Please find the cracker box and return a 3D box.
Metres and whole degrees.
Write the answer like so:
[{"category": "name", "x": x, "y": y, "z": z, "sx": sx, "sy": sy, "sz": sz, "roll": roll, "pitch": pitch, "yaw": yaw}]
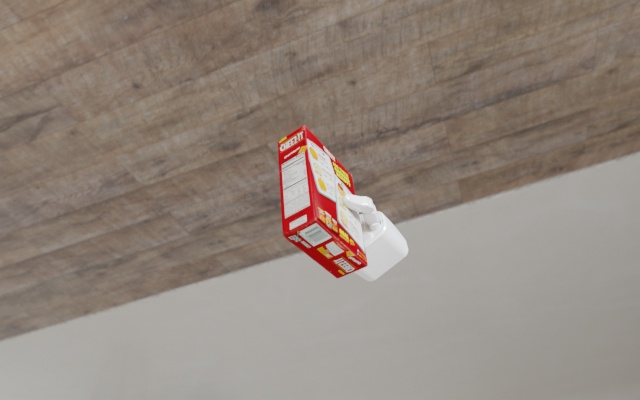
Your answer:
[{"category": "cracker box", "x": 0.000, "y": 0.003, "z": 0.821, "sx": 0.072, "sy": 0.213, "sz": 0.164, "roll": -27, "pitch": -44, "yaw": 21}]
